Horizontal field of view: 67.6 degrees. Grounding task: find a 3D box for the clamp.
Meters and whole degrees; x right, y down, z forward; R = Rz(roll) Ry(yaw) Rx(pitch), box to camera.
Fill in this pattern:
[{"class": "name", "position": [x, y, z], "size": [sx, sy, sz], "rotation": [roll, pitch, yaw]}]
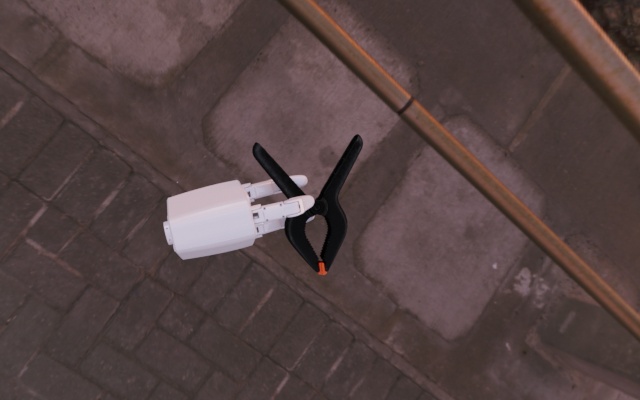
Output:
[{"class": "clamp", "position": [0.000, 0.003, 0.708], "size": [0.164, 0.210, 0.036], "rotation": [-13, 6, -11]}]
